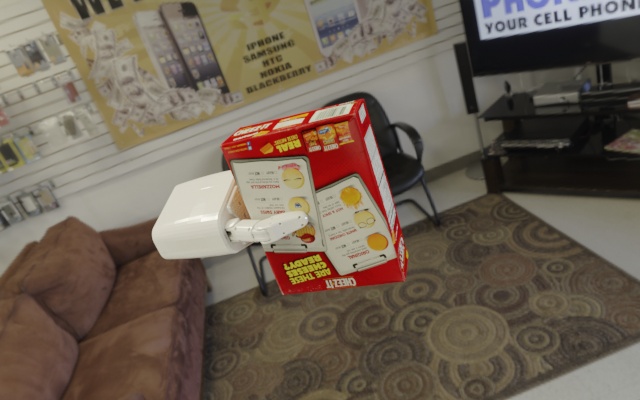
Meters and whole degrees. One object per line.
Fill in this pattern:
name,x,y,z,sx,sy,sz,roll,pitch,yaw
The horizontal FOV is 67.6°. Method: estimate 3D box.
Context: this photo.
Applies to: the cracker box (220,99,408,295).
cracker box,0.000,0.002,0.572,0.164,0.214,0.072,-10,25,21
